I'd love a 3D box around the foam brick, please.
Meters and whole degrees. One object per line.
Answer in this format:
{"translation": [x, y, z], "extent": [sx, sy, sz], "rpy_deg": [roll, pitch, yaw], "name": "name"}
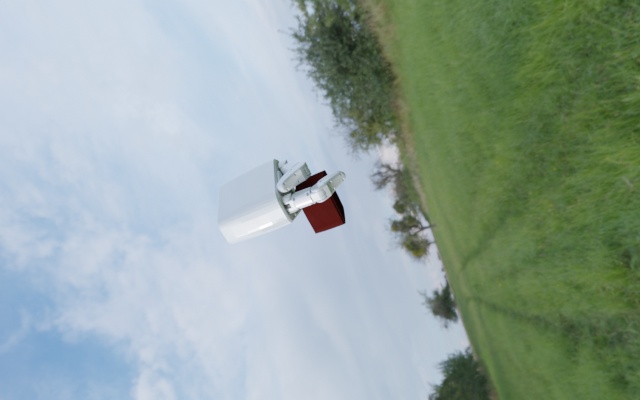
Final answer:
{"translation": [0.000, 0.003, 0.749], "extent": [0.051, 0.078, 0.053], "rpy_deg": [-23, 25, 11], "name": "foam brick"}
